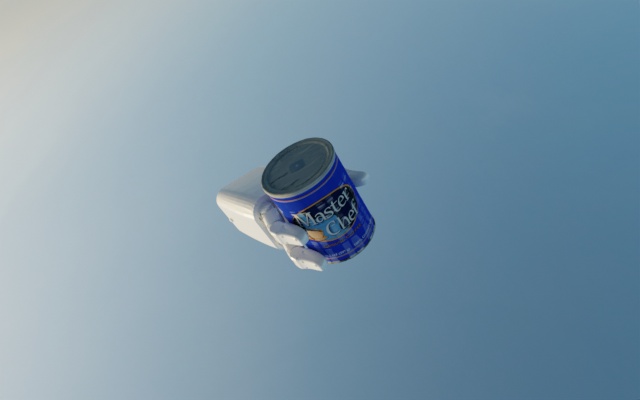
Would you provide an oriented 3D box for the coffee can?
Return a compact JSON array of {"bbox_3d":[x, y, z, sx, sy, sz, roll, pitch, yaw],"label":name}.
[{"bbox_3d":[0.000,0.002,0.636,0.103,0.102,0.140,0,-42,36],"label":"coffee can"}]
